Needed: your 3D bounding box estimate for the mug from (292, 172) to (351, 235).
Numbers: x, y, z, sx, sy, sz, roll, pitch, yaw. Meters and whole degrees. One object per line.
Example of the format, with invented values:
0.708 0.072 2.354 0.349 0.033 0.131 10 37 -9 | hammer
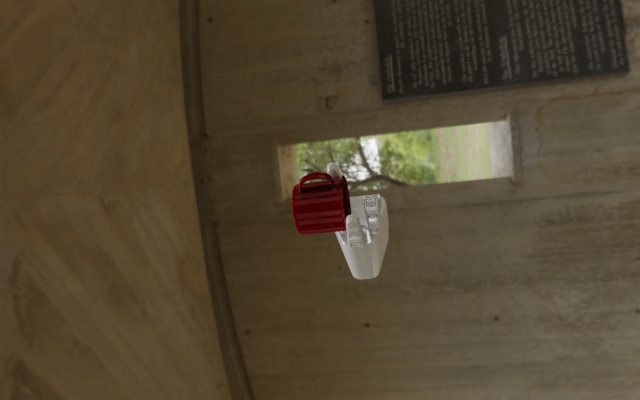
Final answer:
0.000 0.002 0.745 0.081 0.093 0.117 -6 -43 10 | mug
